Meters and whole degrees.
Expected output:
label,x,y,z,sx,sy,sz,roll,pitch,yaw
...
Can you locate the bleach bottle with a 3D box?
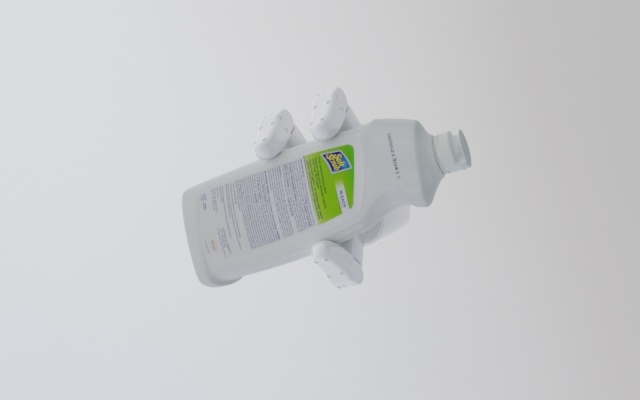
label,x,y,z,sx,sy,sz,roll,pitch,yaw
bleach bottle,0.000,0.001,0.403,0.251,0.102,0.068,-16,-5,26
